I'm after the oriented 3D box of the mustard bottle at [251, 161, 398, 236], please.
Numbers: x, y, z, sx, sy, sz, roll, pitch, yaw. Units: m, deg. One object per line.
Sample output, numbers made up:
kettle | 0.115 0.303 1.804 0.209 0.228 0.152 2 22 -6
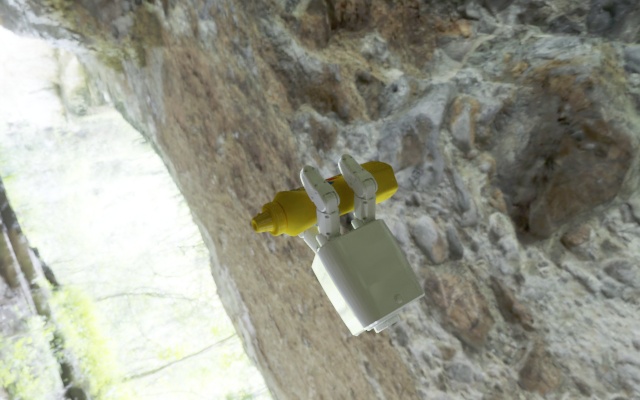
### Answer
mustard bottle | 0.000 0.002 0.610 0.191 0.058 0.096 -21 6 -30
